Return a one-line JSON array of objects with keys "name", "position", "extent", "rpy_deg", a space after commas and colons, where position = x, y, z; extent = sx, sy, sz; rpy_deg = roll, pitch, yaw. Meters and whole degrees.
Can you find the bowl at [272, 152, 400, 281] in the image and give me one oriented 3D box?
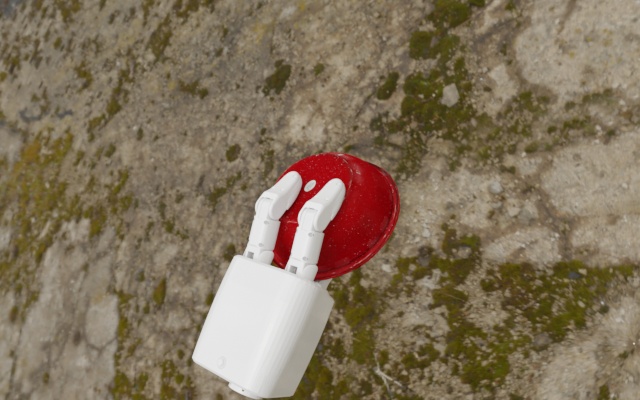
[{"name": "bowl", "position": [0.000, 0.000, 0.513], "extent": [0.162, 0.162, 0.055], "rpy_deg": [0, -36, 28]}]
